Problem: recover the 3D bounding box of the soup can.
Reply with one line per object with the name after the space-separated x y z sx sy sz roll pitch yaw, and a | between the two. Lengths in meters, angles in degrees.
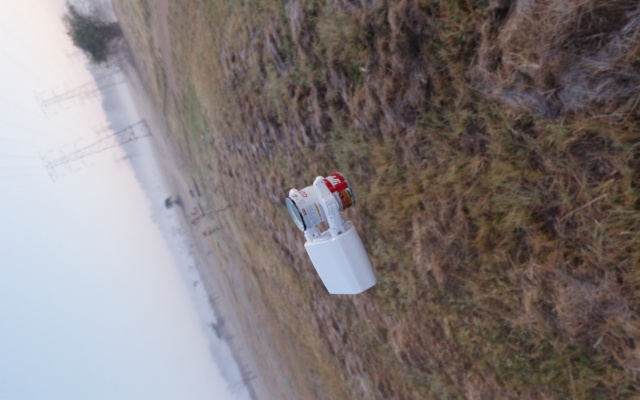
0.000 0.002 0.830 0.102 0.068 0.068 -27 7 -15 | soup can
